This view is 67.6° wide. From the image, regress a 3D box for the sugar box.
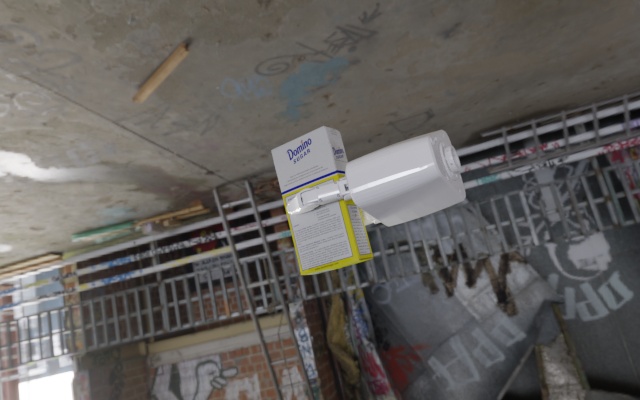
[{"bbox_3d":[0.001,0.002,0.623,0.093,0.176,0.048,-19,-14,30],"label":"sugar box"}]
